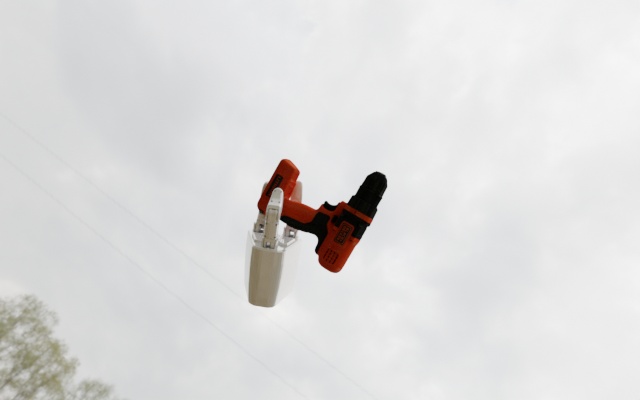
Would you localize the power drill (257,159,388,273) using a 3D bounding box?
[{"bbox_3d":[0.000,0.003,0.808,0.187,0.184,0.057,30,0,20],"label":"power drill"}]
